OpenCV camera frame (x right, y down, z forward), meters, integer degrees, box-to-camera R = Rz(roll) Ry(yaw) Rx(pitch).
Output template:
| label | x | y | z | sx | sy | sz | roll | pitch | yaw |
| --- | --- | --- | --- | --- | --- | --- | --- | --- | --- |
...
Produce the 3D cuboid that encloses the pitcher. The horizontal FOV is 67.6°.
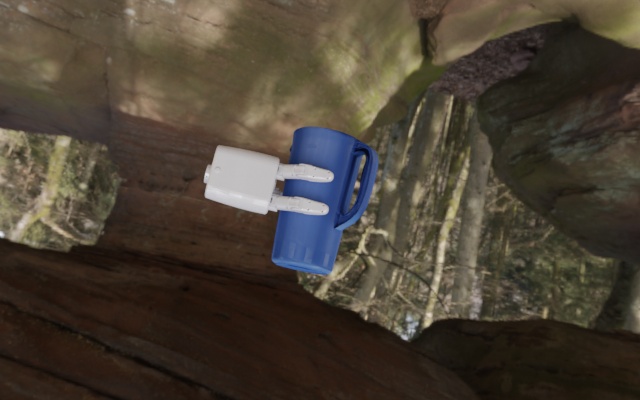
| label | x | y | z | sx | sy | sz | roll | pitch | yaw |
| --- | --- | --- | --- | --- | --- | --- | --- | --- | --- |
| pitcher | 0.000 | 0.003 | 0.834 | 0.145 | 0.242 | 0.149 | 14 | -11 | -9 |
